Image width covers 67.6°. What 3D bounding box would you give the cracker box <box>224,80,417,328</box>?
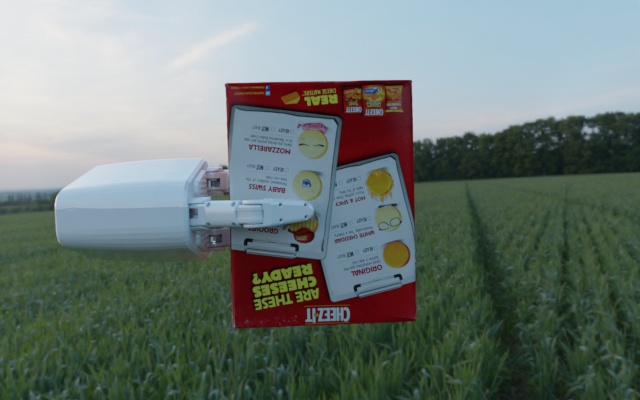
[{"bbox_3d":[0.000,0.001,0.443,0.164,0.213,0.072,-2,3,-2],"label":"cracker box"}]
